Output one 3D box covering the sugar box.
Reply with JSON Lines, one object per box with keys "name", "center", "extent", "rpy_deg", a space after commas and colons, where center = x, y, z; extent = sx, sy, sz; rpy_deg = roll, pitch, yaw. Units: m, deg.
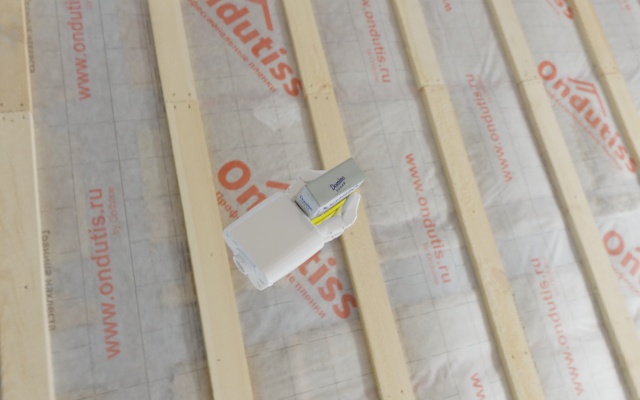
{"name": "sugar box", "center": [0.000, 0.003, 0.765], "extent": [0.093, 0.048, 0.176], "rpy_deg": [-32, -6, -24]}
